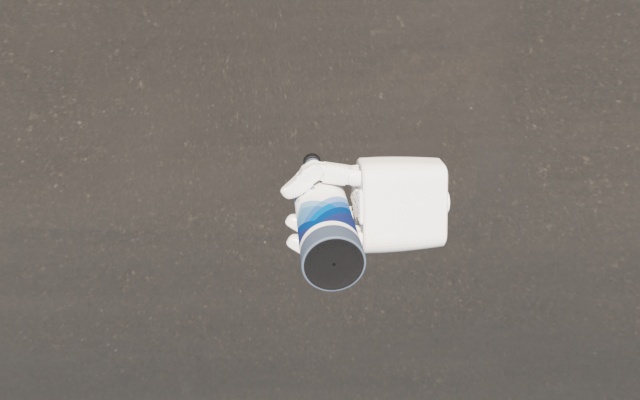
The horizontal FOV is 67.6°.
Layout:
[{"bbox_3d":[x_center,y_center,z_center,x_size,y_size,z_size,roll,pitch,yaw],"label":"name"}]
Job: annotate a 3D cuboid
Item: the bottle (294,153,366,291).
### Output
[{"bbox_3d":[0.000,0.002,0.615,0.069,0.069,0.295,0,26,-6],"label":"bottle"}]
